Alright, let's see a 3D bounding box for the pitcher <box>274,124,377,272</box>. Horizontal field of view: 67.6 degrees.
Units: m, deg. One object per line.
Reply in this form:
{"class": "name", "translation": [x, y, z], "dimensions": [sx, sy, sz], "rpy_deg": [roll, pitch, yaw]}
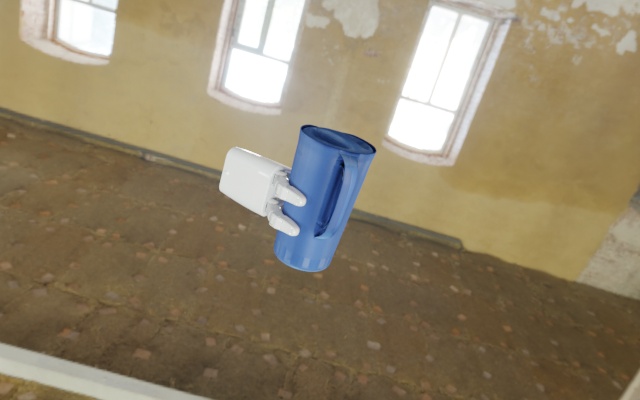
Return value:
{"class": "pitcher", "translation": [0.000, 0.003, 0.827], "dimensions": [0.145, 0.243, 0.149], "rpy_deg": [26, 22, 22]}
